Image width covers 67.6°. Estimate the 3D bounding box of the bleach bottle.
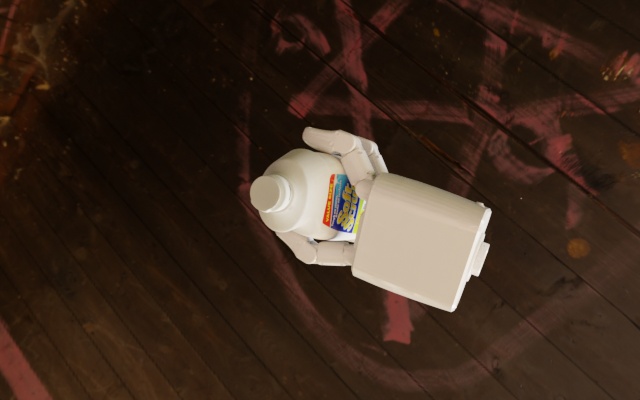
[{"bbox_3d":[0.000,0.002,0.501,0.068,0.102,0.251,21,8,21],"label":"bleach bottle"}]
